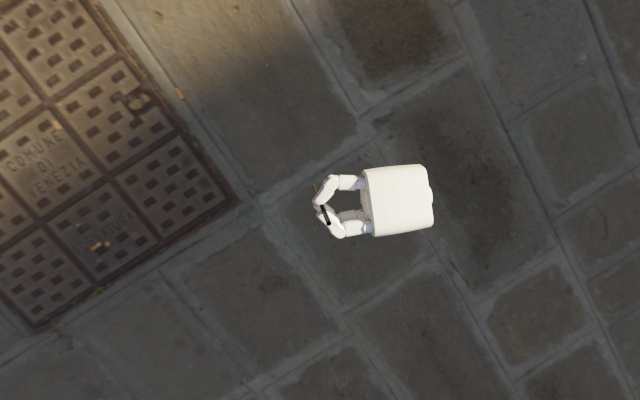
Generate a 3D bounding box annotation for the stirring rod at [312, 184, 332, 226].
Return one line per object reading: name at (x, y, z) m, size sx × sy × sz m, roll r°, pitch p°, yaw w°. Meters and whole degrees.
stirring rod at (0.000, 0.003, 0.844) m, size 0.011 × 0.011 × 0.239 m, roll 0°, pitch 16°, yaw -6°
